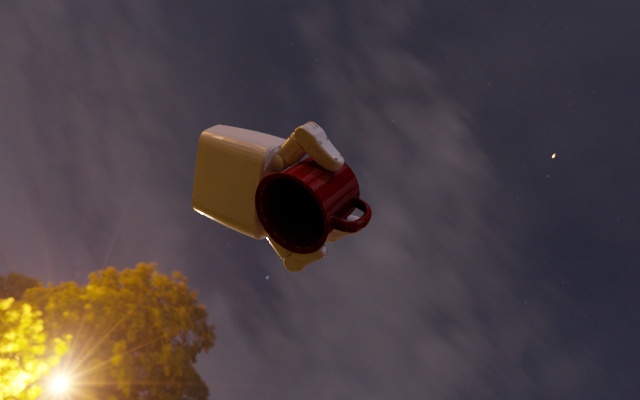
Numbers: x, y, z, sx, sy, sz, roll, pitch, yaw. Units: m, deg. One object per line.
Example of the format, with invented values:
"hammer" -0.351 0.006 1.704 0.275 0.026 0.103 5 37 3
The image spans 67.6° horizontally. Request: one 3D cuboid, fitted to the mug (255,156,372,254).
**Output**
"mug" 0.001 0.002 0.513 0.117 0.093 0.081 18 34 27
